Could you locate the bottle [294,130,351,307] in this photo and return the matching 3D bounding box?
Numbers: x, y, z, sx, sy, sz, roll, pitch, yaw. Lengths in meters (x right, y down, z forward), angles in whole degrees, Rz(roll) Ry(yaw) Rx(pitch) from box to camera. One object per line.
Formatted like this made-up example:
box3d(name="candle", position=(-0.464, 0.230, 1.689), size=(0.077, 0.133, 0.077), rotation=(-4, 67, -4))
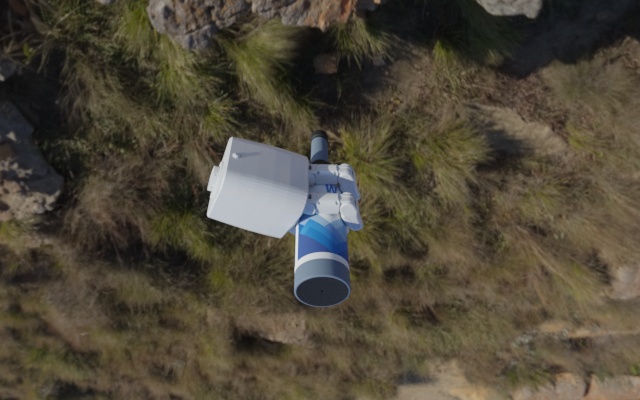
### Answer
box3d(name="bottle", position=(0.000, 0.002, 0.662), size=(0.069, 0.295, 0.069), rotation=(-1, -44, -1))
